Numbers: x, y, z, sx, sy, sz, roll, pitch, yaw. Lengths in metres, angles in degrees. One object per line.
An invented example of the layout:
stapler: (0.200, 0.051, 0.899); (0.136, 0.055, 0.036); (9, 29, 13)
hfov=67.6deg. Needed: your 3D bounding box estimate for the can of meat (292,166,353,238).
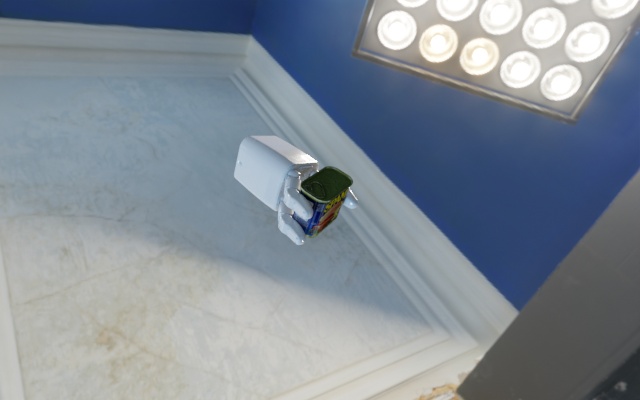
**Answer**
can of meat: (0.000, 0.003, 0.795); (0.057, 0.084, 0.102); (33, 38, 17)
